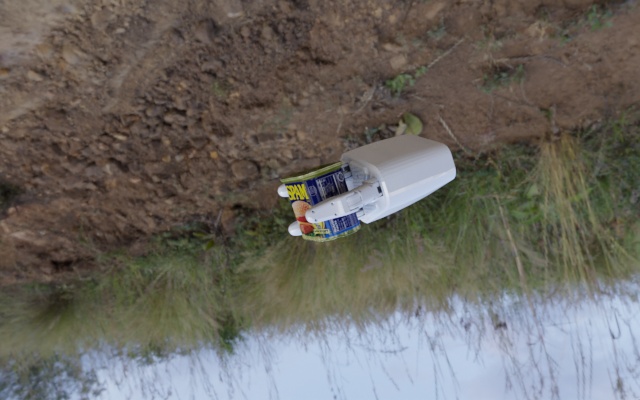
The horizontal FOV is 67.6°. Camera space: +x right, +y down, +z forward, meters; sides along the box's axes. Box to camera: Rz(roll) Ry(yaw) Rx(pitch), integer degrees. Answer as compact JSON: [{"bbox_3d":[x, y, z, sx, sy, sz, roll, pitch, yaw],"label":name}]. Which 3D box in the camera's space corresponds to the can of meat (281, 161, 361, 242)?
[{"bbox_3d":[0.000,0.002,0.591,0.057,0.084,0.102,-22,8,-21],"label":"can of meat"}]
